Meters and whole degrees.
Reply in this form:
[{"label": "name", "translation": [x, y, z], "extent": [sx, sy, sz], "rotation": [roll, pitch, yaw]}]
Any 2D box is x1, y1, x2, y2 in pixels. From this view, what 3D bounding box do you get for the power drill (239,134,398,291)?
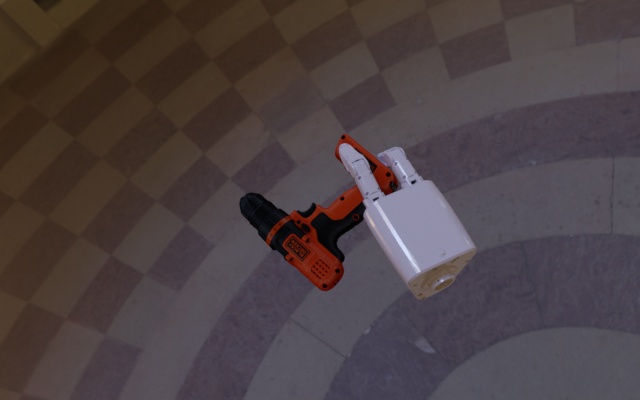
[{"label": "power drill", "translation": [0.001, 0.002, 0.662], "extent": [0.184, 0.187, 0.057], "rotation": [41, 0, 16]}]
